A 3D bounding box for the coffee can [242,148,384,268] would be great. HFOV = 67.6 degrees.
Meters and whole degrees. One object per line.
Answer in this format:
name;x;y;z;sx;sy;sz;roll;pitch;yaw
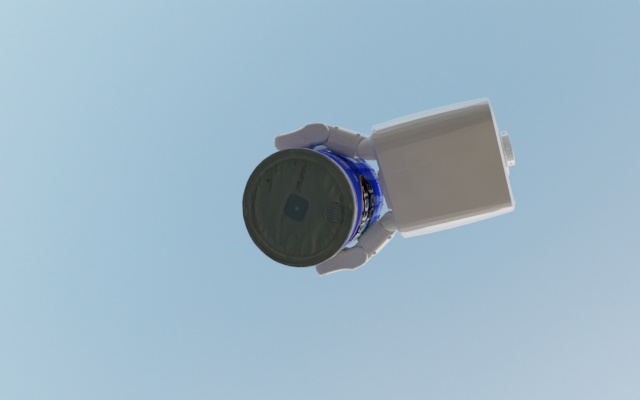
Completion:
coffee can;0.000;0.002;0.470;0.103;0.103;0.140;0;4;17
